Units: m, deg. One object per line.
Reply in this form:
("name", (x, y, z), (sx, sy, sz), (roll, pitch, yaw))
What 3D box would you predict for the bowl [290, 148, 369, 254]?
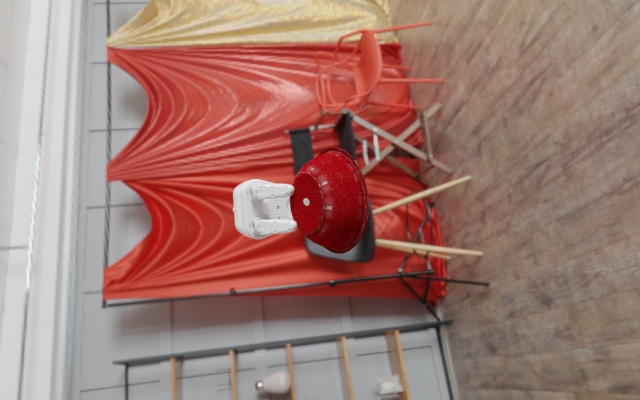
("bowl", (0.000, 0.002, 0.711), (0.055, 0.162, 0.162), (-5, 3, -35))
